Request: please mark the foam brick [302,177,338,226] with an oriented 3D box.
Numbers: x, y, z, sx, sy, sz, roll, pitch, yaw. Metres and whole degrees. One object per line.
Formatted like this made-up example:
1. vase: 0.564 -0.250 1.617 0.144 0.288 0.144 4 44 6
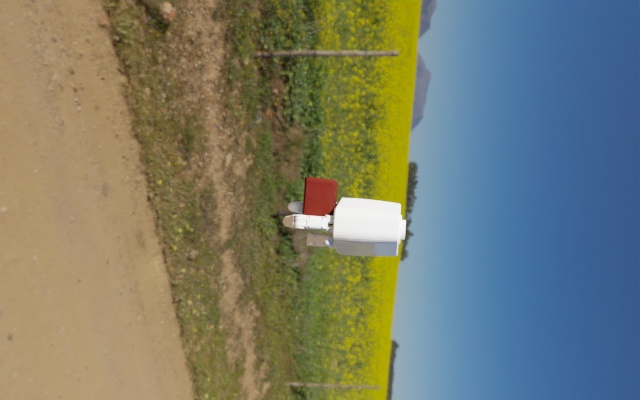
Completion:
1. foam brick: 0.000 0.002 0.816 0.051 0.078 0.053 3 -4 10
